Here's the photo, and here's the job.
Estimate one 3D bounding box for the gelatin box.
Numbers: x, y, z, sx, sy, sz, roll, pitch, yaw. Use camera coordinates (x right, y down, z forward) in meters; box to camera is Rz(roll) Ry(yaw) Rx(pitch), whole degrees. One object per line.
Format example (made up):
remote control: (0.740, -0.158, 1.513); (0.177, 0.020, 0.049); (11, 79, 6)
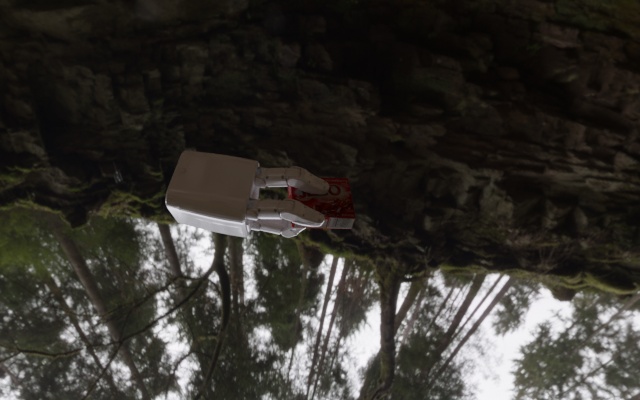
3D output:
gelatin box: (0.000, 0.003, 0.676); (0.089, 0.073, 0.030); (2, -38, -13)
